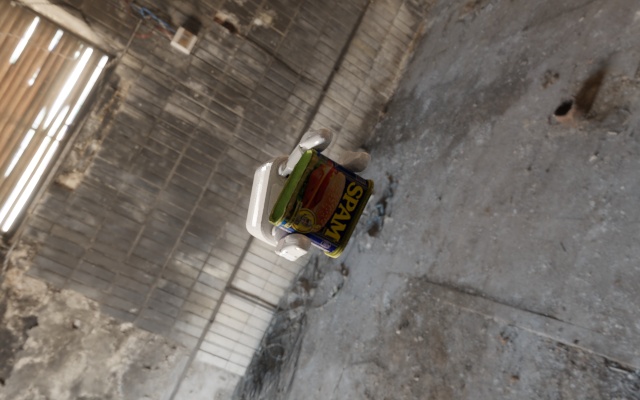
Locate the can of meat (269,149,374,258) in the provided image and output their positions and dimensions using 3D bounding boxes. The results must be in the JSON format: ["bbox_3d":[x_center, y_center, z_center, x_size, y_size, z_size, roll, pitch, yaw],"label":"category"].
[{"bbox_3d":[0.000,0.002,0.553,0.084,0.102,0.057,29,-7,-18],"label":"can of meat"}]
